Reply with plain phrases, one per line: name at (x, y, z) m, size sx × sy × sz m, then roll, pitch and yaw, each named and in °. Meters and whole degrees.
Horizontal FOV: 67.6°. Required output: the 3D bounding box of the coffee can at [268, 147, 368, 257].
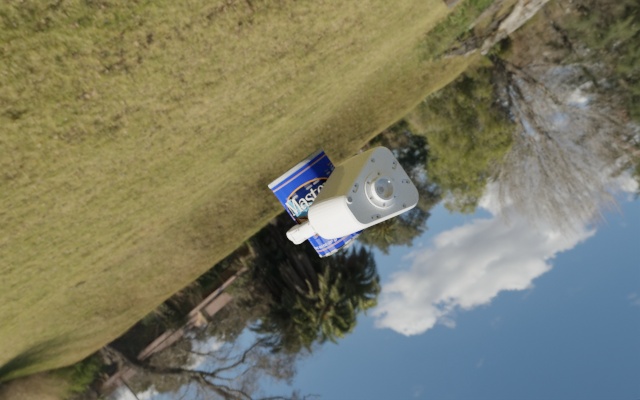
coffee can at (0.000, 0.002, 0.748) m, size 0.103 × 0.140 × 0.103 m, roll -35°, pitch 6°, yaw 4°
